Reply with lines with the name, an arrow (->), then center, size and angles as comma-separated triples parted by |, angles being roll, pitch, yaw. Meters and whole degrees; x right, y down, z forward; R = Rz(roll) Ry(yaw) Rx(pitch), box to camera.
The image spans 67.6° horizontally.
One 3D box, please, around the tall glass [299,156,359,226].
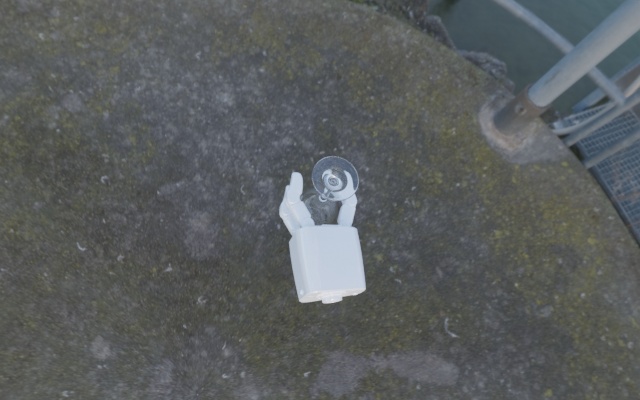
tall glass -> 0.000, 0.002, 0.816 | 0.079, 0.079, 0.201 | 0, -21, -14
